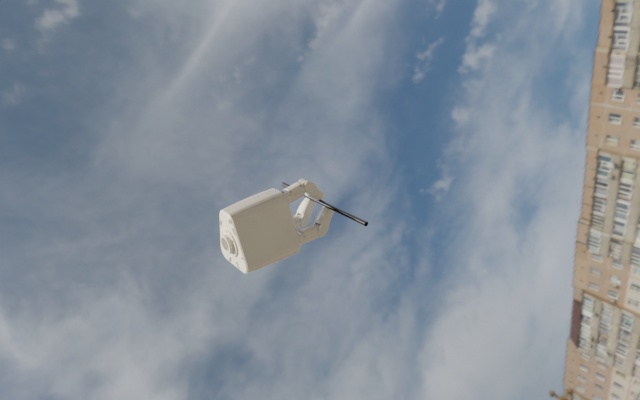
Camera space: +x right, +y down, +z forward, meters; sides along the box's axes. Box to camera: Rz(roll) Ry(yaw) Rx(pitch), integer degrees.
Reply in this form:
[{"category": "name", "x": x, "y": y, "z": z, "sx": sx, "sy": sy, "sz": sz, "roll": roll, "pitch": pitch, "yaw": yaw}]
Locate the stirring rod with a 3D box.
[{"category": "stirring rod", "x": 0.000, "y": 0.003, "z": 0.863, "sx": 0.011, "sy": 0.011, "sz": 0.239, "roll": 0, "pitch": 17, "yaw": -40}]
